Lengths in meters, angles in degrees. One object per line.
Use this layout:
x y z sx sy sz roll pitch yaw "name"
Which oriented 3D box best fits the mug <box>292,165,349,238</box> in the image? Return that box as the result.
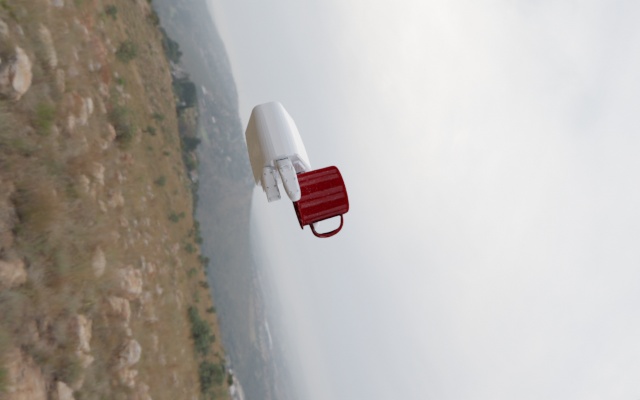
0.001 0.004 0.761 0.081 0.117 0.093 -16 -19 -7 "mug"
